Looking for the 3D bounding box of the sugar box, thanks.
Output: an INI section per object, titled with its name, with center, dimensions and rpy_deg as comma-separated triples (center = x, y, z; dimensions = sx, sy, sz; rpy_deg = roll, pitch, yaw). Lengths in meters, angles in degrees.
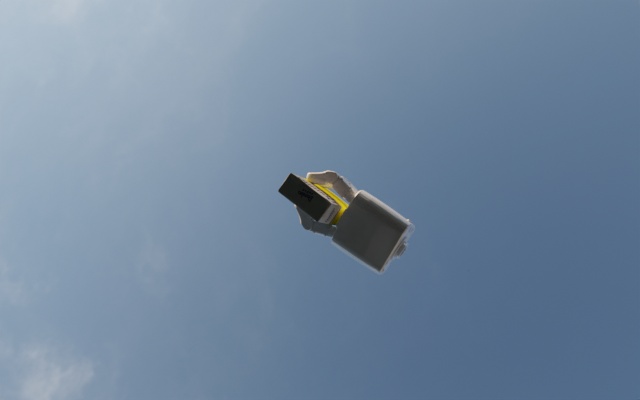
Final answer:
[sugar box]
center = 0.001, 0.002, 0.865
dimensions = 0.093, 0.048, 0.176
rpy_deg = 37, 4, 18
